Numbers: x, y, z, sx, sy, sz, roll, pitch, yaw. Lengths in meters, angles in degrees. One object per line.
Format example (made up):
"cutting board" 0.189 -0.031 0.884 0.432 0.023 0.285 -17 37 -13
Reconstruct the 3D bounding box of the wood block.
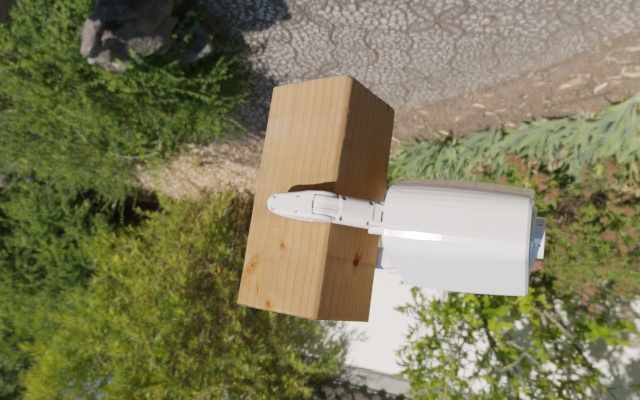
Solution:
"wood block" 0.000 0.002 0.447 0.090 0.206 0.091 1 -12 37
